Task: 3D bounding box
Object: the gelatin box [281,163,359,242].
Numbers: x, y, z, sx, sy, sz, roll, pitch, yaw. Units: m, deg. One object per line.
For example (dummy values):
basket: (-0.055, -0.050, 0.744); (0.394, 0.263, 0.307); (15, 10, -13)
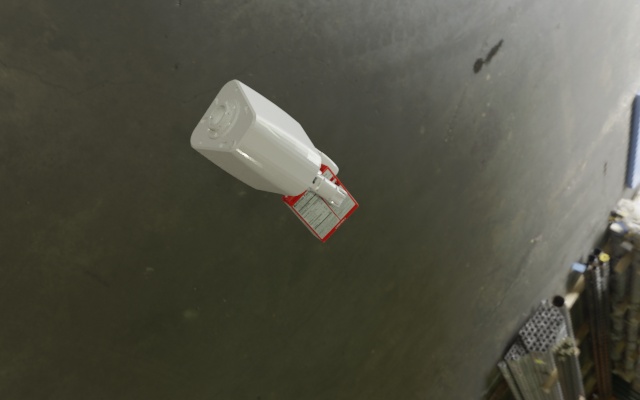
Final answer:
gelatin box: (0.001, 0.002, 0.651); (0.089, 0.073, 0.030); (49, -10, -37)
